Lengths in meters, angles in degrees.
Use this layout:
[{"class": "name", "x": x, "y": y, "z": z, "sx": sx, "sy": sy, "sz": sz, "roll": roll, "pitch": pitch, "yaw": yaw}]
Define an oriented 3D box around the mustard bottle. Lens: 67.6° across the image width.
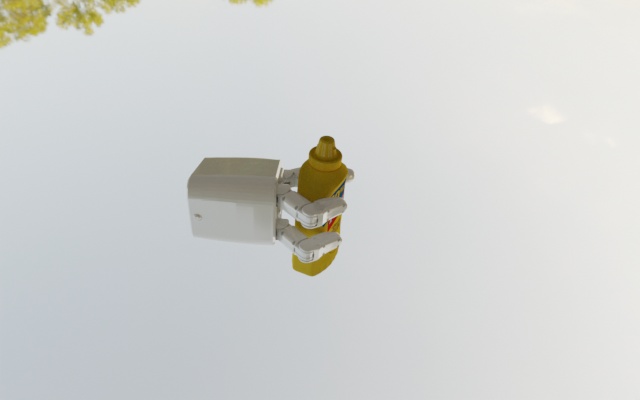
[{"class": "mustard bottle", "x": 0.000, "y": 0.002, "z": 0.620, "sx": 0.058, "sy": 0.192, "sz": 0.096, "roll": 19, "pitch": 41, "yaw": 17}]
